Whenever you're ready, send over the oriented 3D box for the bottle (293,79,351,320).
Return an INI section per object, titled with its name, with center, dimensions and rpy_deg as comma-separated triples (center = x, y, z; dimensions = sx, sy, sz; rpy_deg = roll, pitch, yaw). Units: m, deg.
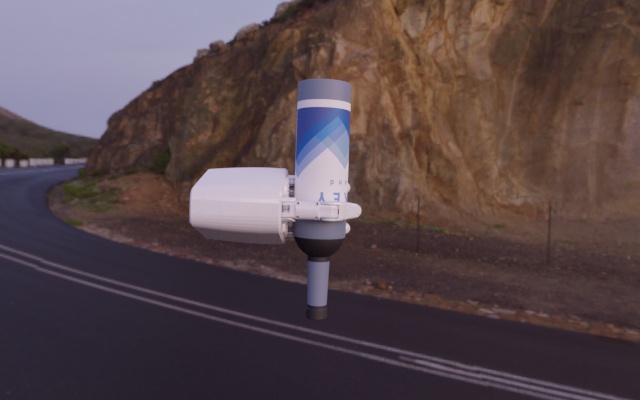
[bottle]
center = 0.000, 0.002, 0.602
dimensions = 0.069, 0.296, 0.069
rpy_deg = 2, 2, 0
